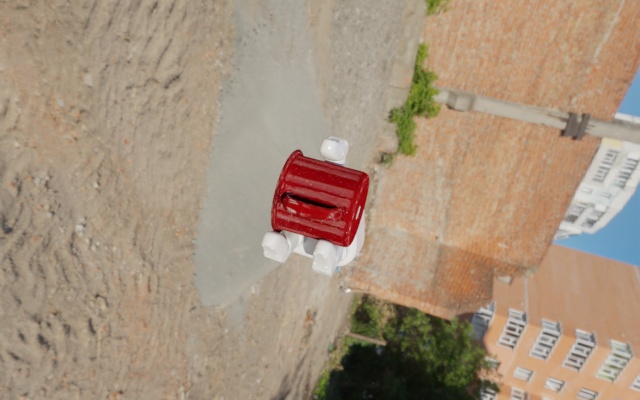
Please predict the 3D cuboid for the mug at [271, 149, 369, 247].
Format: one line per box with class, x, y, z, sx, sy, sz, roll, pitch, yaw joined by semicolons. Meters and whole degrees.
mug;0.000;0.002;0.491;0.081;0.093;0.117;16;8;11
